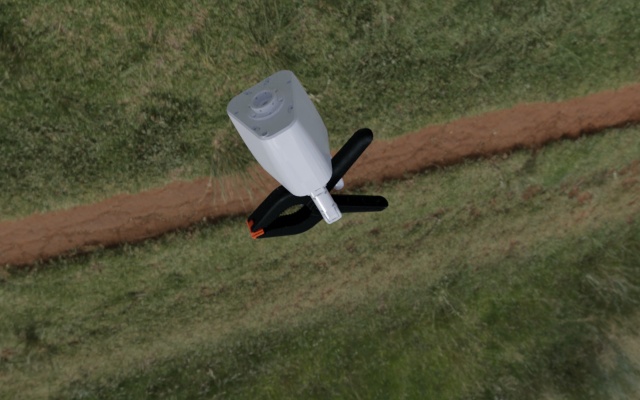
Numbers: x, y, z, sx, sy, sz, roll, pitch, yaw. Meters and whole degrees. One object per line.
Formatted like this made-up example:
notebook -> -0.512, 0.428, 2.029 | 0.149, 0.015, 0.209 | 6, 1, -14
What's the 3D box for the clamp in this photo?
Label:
clamp -> 0.000, 0.003, 0.673 | 0.210, 0.036, 0.165 | -29, -41, 3
